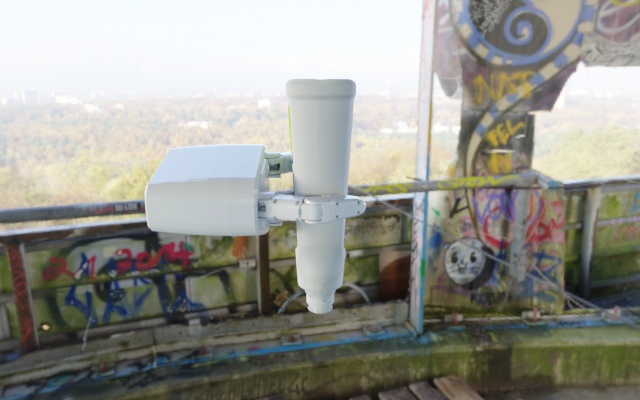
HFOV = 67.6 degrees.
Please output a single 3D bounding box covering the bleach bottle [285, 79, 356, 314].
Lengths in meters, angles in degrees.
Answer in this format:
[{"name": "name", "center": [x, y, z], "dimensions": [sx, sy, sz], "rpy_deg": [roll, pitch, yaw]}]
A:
[{"name": "bleach bottle", "center": [0.000, 0.002, 0.501], "dimensions": [0.068, 0.251, 0.102], "rpy_deg": [0, 14, 0]}]
